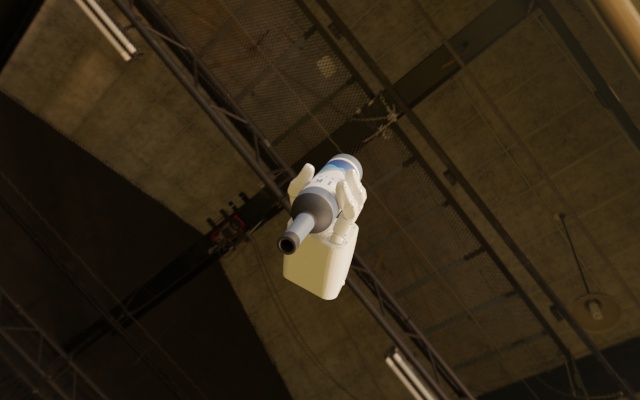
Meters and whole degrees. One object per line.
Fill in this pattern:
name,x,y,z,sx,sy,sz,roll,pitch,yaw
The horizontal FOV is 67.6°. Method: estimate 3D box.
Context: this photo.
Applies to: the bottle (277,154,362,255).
bottle,0.000,0.002,0.740,0.069,0.069,0.295,0,22,19
